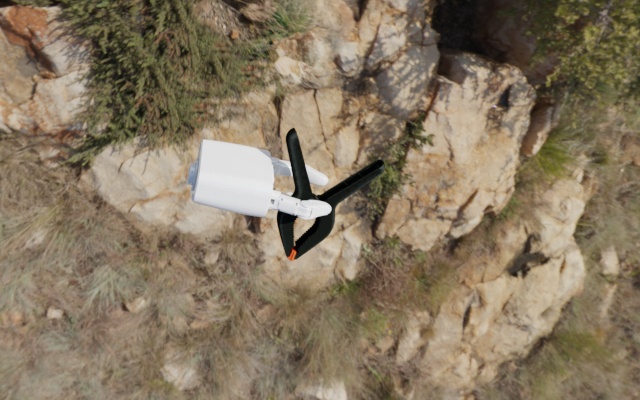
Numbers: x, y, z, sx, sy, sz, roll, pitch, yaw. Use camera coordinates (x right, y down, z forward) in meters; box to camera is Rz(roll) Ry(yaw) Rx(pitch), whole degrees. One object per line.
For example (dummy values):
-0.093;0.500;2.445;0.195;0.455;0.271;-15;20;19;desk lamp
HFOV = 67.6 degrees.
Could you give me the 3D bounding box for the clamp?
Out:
0.000;0.003;0.744;0.164;0.210;0.036;11;22;-19;clamp
